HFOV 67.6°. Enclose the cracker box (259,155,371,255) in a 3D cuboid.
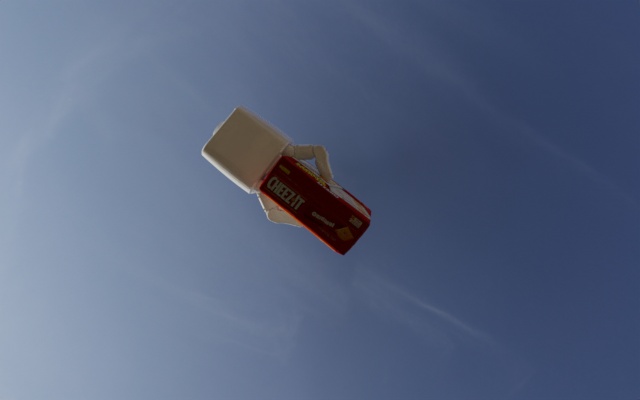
[{"bbox_3d":[0.000,0.002,0.793,0.164,0.072,0.213,38,7,3],"label":"cracker box"}]
